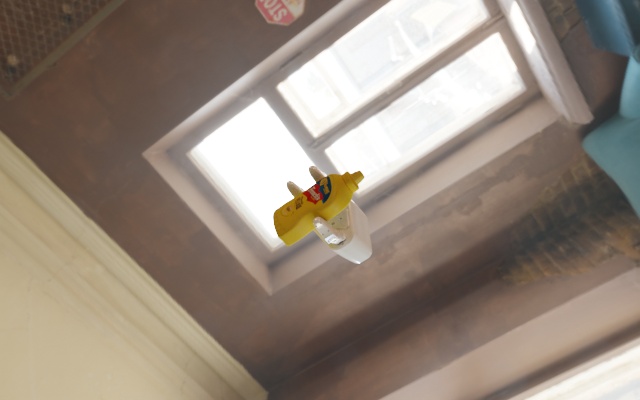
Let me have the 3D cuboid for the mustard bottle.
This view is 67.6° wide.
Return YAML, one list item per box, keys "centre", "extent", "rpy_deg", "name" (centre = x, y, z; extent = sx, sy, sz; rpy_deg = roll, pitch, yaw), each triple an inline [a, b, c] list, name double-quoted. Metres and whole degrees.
- centre: [0.000, 0.003, 0.899]
  extent: [0.191, 0.058, 0.096]
  rpy_deg: [-33, 30, 13]
  name: "mustard bottle"
